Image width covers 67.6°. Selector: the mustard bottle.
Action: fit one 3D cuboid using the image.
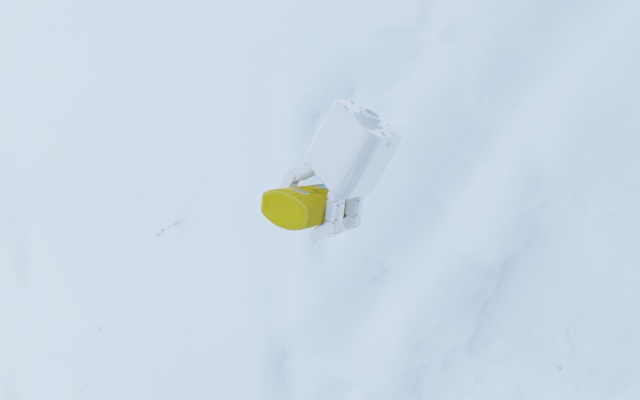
[{"bbox_3d":[0.000,0.003,0.776,0.096,0.058,0.191,16,16,34],"label":"mustard bottle"}]
